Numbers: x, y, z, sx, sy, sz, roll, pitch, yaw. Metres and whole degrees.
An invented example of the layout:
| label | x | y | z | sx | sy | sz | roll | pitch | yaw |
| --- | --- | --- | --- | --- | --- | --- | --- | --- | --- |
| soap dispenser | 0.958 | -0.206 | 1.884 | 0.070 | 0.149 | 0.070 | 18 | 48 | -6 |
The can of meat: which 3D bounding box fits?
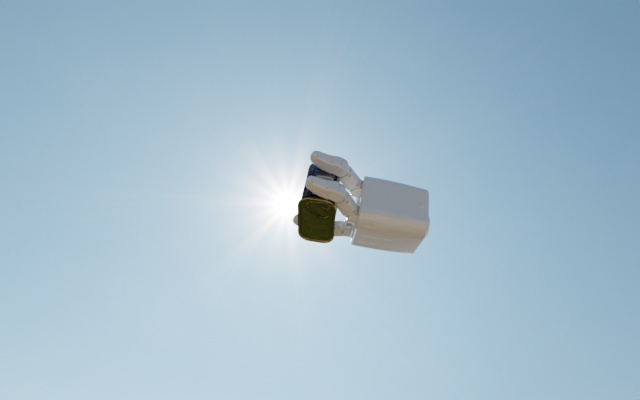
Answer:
| label | x | y | z | sx | sy | sz | roll | pitch | yaw |
| --- | --- | --- | --- | --- | --- | --- | --- | --- | --- |
| can of meat | 0.000 | 0.002 | 0.750 | 0.057 | 0.084 | 0.102 | 8 | -41 | 6 |
